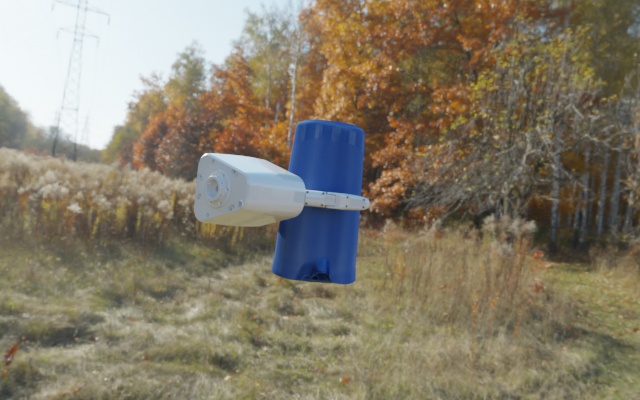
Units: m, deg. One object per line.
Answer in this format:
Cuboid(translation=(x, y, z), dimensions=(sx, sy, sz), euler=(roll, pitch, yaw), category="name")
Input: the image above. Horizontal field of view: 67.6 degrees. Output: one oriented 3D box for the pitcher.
Cuboid(translation=(0.000, 0.002, 0.753), dimensions=(0.149, 0.243, 0.145), euler=(9, 3, 38), category="pitcher")
